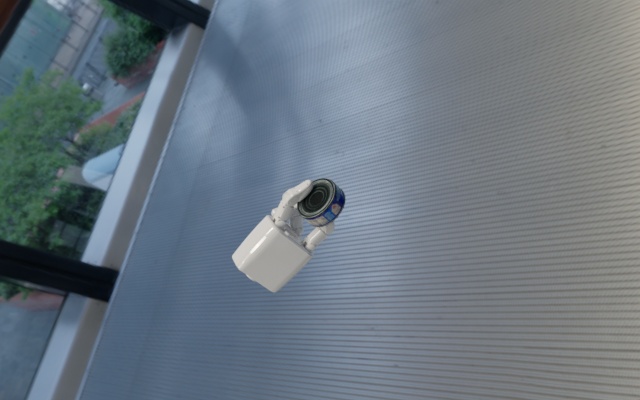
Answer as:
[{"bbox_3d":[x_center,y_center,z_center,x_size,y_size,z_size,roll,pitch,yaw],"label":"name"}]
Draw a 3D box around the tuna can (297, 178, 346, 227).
[{"bbox_3d":[0.000,0.002,0.855,0.086,0.086,0.034,0,-30,41],"label":"tuna can"}]
